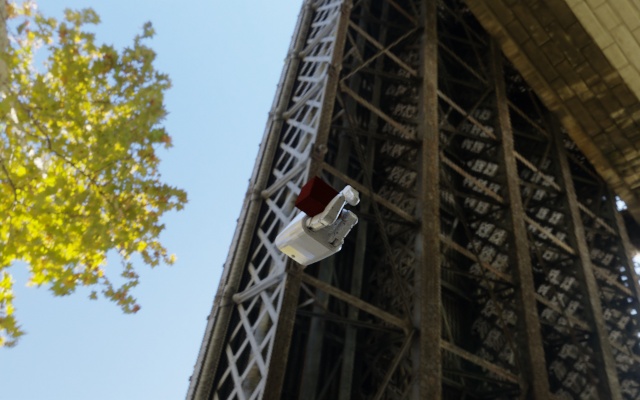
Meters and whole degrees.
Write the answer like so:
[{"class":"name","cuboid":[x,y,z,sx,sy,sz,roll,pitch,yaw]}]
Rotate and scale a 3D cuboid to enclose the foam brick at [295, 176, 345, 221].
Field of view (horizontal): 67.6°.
[{"class":"foam brick","cuboid":[0.000,0.003,0.899,0.078,0.053,0.051,37,-41,-19]}]
